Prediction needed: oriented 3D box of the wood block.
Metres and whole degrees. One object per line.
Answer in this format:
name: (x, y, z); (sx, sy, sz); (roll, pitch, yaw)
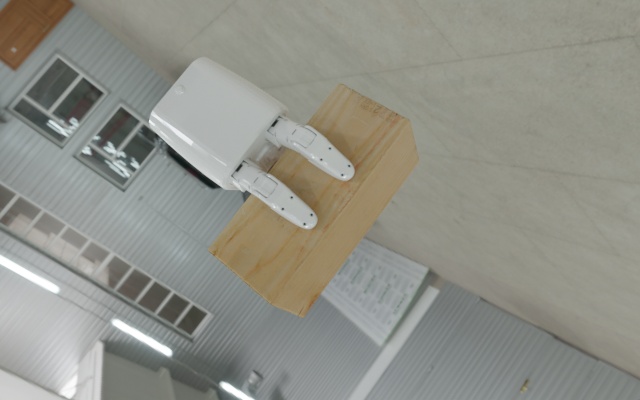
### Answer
wood block: (0.000, 0.002, 0.478); (0.090, 0.206, 0.091); (34, -7, 25)
